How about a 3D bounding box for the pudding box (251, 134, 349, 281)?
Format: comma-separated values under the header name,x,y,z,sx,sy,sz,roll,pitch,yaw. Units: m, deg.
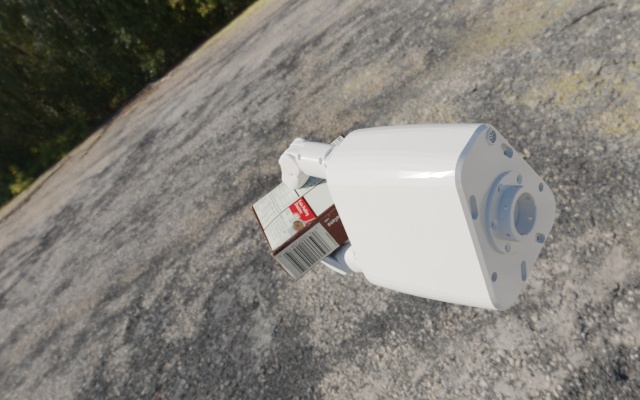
name,x,y,z,sx,sy,sz,roll,pitch,yaw
pudding box,0.000,0.001,0.412,0.113,0.039,0.090,-37,31,1
